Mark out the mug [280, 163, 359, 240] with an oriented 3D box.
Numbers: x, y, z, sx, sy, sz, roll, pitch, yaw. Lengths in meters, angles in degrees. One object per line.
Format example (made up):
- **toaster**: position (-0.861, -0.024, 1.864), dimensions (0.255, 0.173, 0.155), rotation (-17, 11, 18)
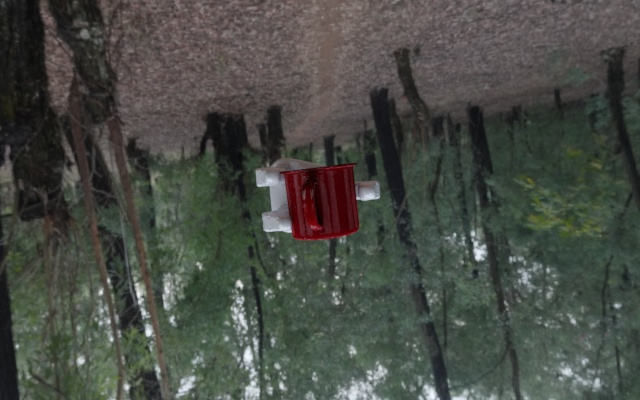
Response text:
- **mug**: position (0.000, 0.002, 0.555), dimensions (0.093, 0.081, 0.117), rotation (-6, 4, 9)
